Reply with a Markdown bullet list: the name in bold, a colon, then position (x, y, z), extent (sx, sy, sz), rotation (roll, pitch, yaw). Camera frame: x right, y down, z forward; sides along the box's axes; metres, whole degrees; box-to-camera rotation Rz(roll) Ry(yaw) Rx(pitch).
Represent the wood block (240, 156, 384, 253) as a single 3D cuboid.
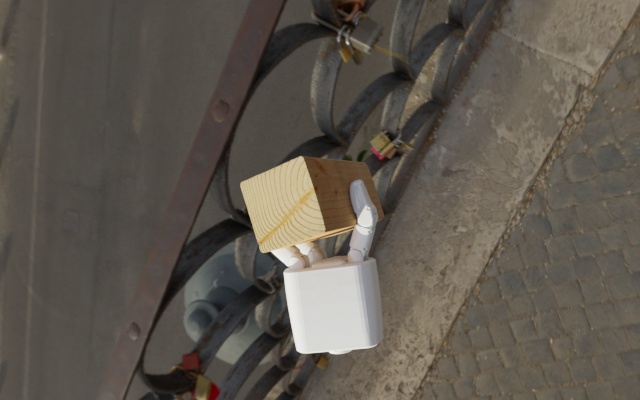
- **wood block**: position (0.000, 0.002, 0.627), extent (0.091, 0.090, 0.206), rotation (-20, -6, 24)
